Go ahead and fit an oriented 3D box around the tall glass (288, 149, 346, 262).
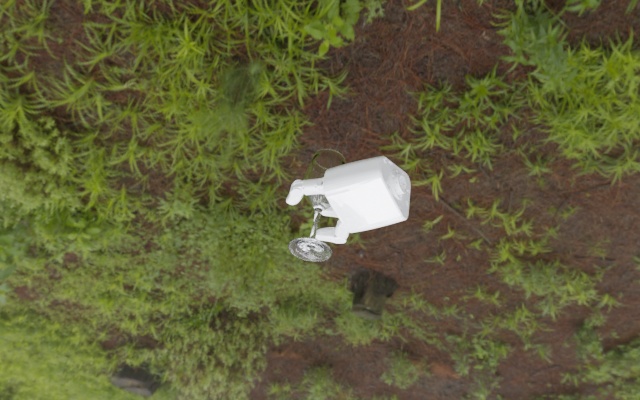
[{"bbox_3d":[0.000,0.003,0.848,0.079,0.201,0.079,8,-34,6],"label":"tall glass"}]
